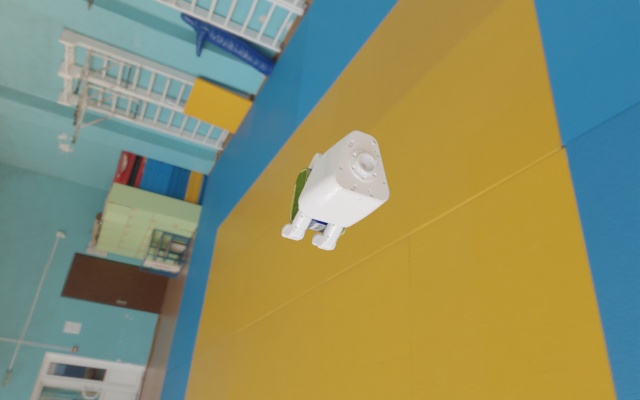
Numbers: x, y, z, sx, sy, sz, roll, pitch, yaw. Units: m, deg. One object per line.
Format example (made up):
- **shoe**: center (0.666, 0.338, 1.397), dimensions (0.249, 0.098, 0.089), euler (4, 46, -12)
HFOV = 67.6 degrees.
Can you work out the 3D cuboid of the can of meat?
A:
- **can of meat**: center (0.000, 0.002, 0.800), dimensions (0.084, 0.102, 0.057), euler (17, -25, -22)
